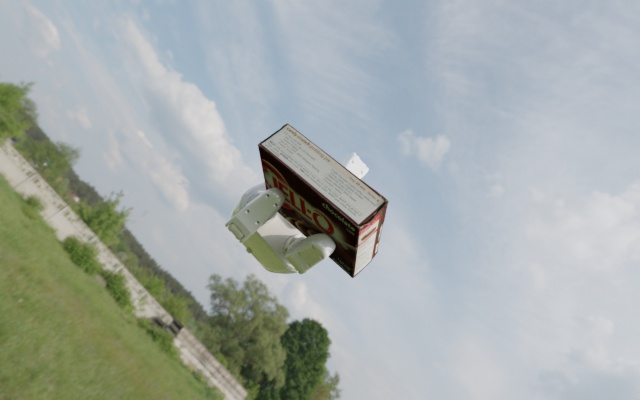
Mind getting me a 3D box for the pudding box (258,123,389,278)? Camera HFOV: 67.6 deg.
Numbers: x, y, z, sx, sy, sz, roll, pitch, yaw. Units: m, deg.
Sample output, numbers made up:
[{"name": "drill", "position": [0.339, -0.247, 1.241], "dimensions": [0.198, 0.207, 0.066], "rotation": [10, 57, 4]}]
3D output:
[{"name": "pudding box", "position": [0.000, 0.001, 0.401], "dimensions": [0.113, 0.039, 0.090], "rotation": [38, -24, 21]}]
